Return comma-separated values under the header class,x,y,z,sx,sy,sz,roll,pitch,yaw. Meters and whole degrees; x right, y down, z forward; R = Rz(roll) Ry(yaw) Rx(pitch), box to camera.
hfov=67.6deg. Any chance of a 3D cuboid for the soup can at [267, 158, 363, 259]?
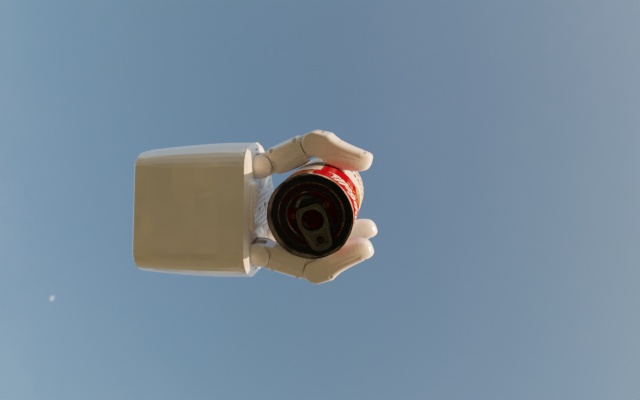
class,x,y,z,sx,sy,sz,roll,pitch,yaw
soup can,0.001,0.001,0.410,0.068,0.068,0.102,0,13,10
